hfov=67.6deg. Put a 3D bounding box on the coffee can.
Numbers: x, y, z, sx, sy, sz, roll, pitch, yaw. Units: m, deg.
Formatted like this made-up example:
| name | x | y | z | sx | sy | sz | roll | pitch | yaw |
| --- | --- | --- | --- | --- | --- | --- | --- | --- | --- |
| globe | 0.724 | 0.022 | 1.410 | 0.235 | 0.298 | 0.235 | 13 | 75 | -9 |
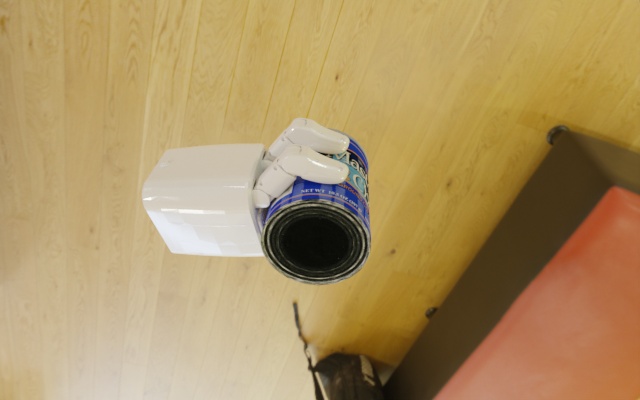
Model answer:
| name | x | y | z | sx | sy | sz | roll | pitch | yaw |
| --- | --- | --- | --- | --- | --- | --- | --- | --- | --- |
| coffee can | 0.000 | 0.002 | 0.496 | 0.103 | 0.103 | 0.140 | 0 | 35 | 5 |
